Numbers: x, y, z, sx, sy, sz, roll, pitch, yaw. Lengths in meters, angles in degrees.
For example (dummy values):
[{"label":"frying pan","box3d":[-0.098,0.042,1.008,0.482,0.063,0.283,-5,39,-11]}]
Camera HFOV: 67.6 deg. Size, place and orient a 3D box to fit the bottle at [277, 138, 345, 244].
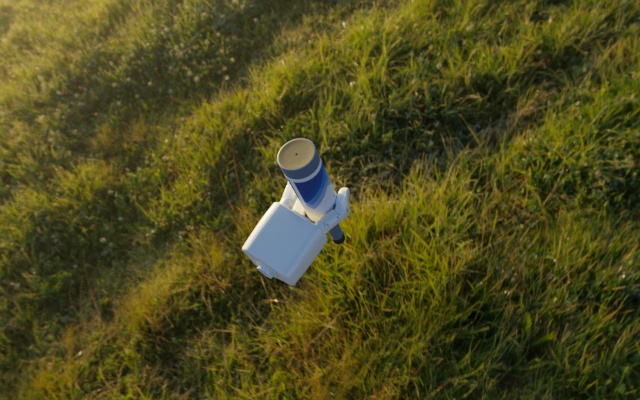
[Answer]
[{"label":"bottle","box3d":[0.000,0.003,0.891,0.069,0.069,0.296,0,-32,18]}]
